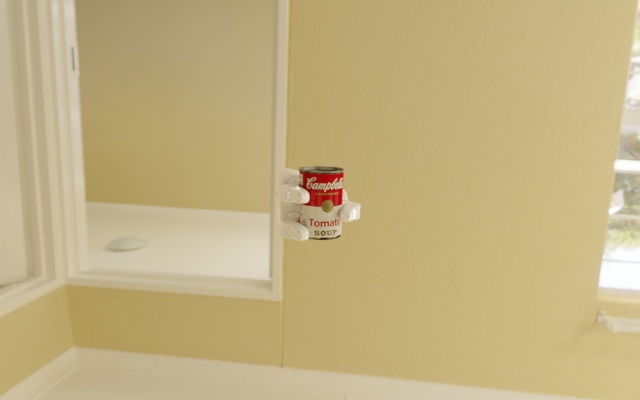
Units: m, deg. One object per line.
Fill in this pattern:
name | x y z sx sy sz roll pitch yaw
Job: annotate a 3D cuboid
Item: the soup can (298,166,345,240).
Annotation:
soup can | 0.000 0.003 0.719 0.068 0.102 0.068 2 11 0
